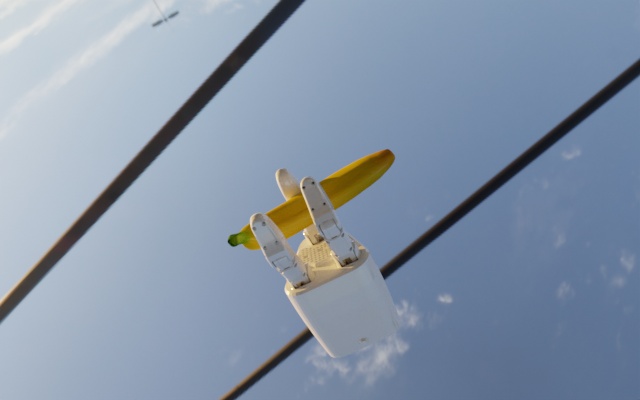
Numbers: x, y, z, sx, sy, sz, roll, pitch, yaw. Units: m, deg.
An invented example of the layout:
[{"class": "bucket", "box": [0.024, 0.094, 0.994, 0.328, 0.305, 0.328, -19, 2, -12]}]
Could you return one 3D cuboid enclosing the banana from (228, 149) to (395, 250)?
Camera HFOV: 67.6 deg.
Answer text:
[{"class": "banana", "box": [-0.007, 0.005, 0.514, 0.198, 0.037, 0.069, -31, 4, -14]}]
